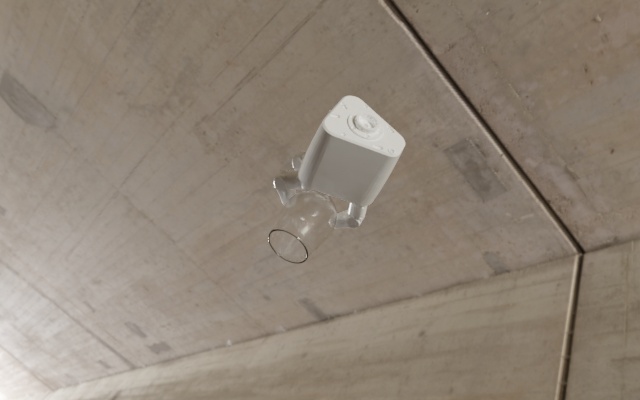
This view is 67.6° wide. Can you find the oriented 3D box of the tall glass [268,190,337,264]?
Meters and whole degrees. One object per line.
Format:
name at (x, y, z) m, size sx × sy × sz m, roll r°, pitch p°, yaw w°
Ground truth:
tall glass at (0.000, 0.002, 0.709) m, size 0.079 × 0.079 × 0.201 m, roll 0°, pitch 38°, yaw 35°
